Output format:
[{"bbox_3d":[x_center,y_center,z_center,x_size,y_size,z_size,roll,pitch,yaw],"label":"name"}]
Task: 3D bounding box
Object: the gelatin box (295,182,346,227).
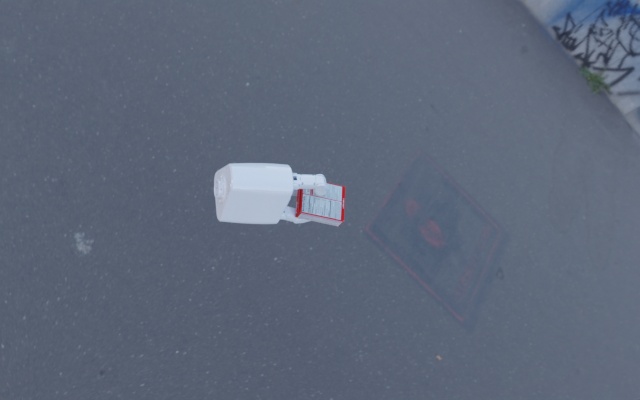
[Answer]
[{"bbox_3d":[0.001,0.003,0.880,0.089,0.073,0.030,12,-28,-17],"label":"gelatin box"}]
